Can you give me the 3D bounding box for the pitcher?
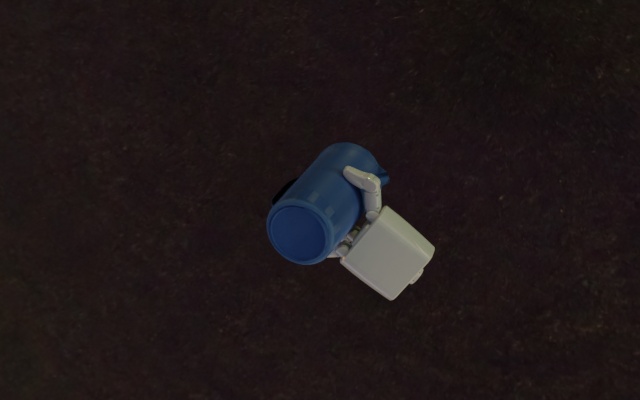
[{"bbox_3d":[0.000,0.003,0.786,0.145,0.149,0.242,40,32,2],"label":"pitcher"}]
